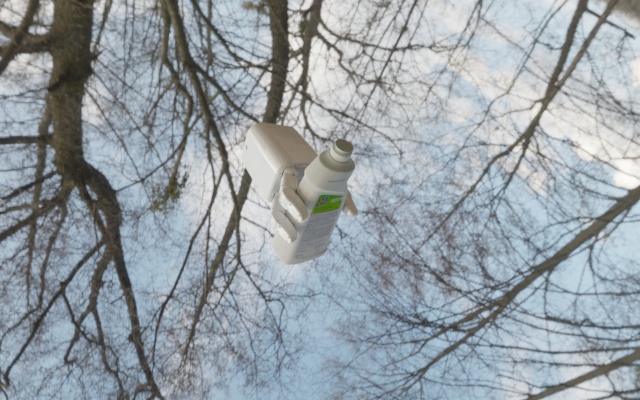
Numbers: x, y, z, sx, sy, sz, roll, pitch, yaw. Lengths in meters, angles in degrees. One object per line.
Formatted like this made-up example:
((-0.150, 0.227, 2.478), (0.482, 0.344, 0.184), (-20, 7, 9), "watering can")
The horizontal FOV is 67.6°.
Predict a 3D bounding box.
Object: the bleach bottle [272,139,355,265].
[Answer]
((0.000, 0.003, 0.772), (0.102, 0.068, 0.251), (-15, -34, -36), "bleach bottle")
